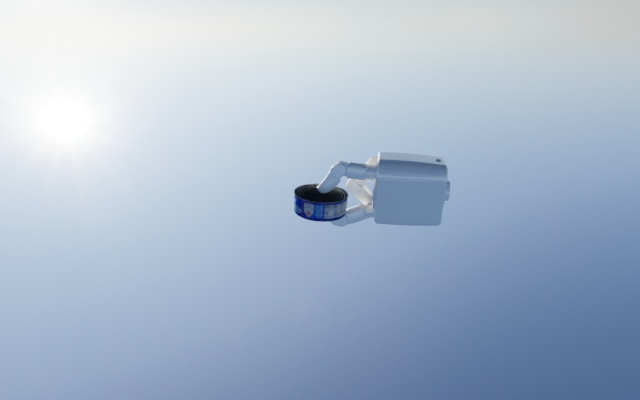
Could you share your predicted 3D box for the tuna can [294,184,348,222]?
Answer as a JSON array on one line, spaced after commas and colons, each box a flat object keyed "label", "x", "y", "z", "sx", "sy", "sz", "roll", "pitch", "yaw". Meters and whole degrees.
[{"label": "tuna can", "x": 0.000, "y": 0.003, "z": 0.757, "sx": 0.086, "sy": 0.034, "sz": 0.086, "roll": 3, "pitch": 21, "yaw": -1}]
